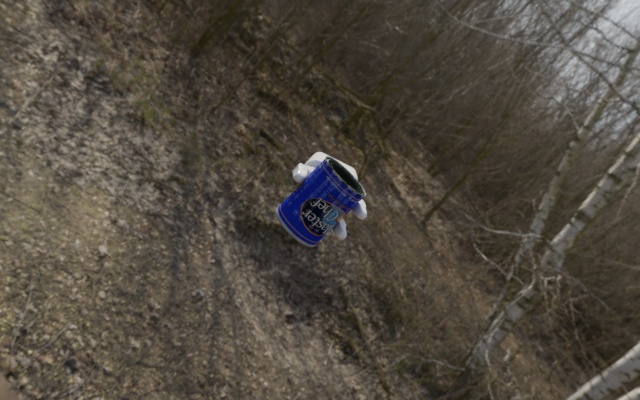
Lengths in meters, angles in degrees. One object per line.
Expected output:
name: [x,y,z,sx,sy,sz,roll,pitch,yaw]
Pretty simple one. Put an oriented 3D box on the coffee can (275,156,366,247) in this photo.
coffee can: [0.000,0.003,0.887,0.140,0.102,0.103,-45,-15,16]
